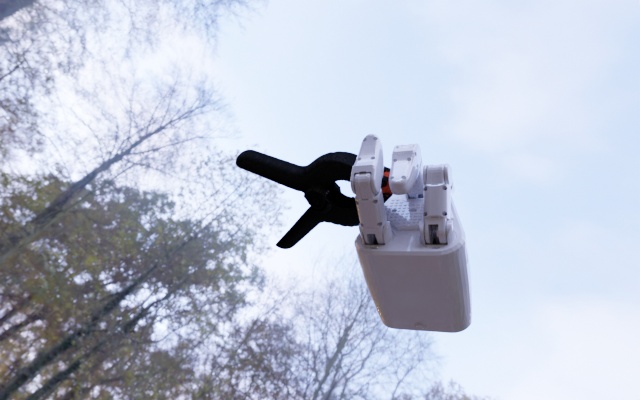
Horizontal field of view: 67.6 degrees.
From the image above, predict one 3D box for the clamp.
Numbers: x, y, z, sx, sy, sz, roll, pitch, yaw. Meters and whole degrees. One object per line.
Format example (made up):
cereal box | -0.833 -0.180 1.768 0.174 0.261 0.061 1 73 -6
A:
clamp | 0.000 0.001 0.485 0.171 0.120 0.039 2 38 30
